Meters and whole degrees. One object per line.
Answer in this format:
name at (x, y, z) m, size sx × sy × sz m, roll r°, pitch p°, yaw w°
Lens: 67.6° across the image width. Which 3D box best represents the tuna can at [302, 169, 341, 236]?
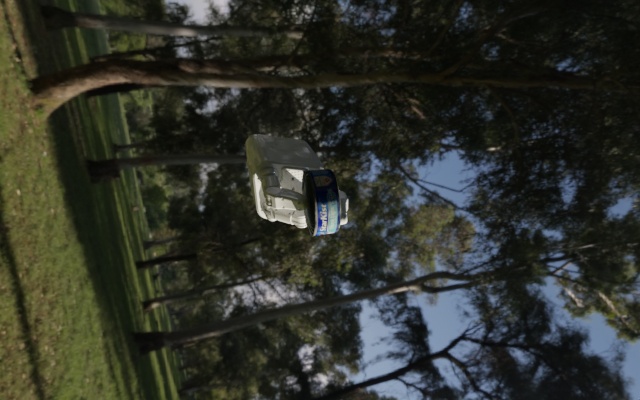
tuna can at (0.001, 0.002, 0.617) m, size 0.034 × 0.086 × 0.086 m, roll -6°, pitch 1°, yaw -11°
